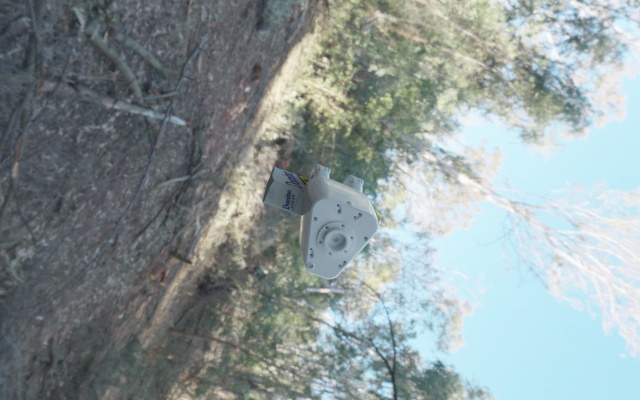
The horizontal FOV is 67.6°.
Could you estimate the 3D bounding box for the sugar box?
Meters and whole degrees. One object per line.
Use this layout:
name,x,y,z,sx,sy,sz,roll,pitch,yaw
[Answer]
sugar box,0.000,0.002,0.753,0.176,0.048,0.093,22,14,-10
